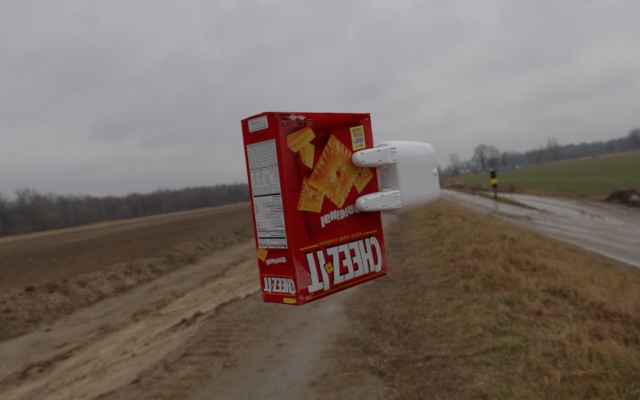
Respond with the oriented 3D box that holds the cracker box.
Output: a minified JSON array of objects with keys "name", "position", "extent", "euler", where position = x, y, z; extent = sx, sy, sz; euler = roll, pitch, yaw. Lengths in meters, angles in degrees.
[{"name":"cracker box","position":[0.000,0.002,0.579],"extent":[0.072,0.213,0.164],"euler":[-5,2,45]}]
